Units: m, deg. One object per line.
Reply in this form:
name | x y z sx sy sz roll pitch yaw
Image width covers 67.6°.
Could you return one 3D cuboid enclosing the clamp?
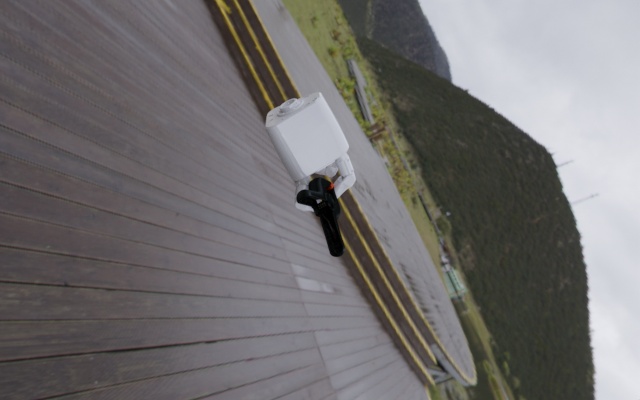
clamp | 0.001 0.002 0.777 0.039 0.120 0.171 -23 28 10
